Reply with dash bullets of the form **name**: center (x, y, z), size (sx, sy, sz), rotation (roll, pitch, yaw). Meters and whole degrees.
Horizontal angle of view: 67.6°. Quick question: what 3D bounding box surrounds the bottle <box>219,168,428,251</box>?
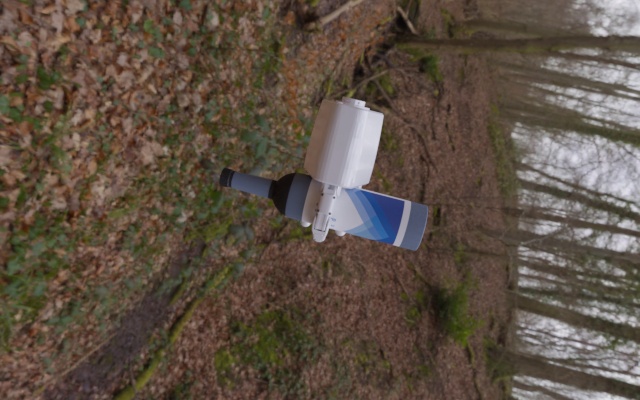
- **bottle**: center (0.000, 0.002, 0.684), size (0.296, 0.069, 0.069), rotation (15, 1, 3)
